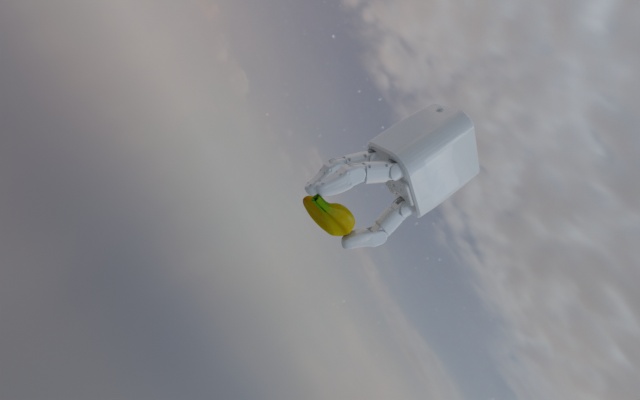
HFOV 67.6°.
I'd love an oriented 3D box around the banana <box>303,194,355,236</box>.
[{"bbox_3d":[0.012,0.017,0.642,0.037,0.069,0.198,-37,3,-6],"label":"banana"}]
